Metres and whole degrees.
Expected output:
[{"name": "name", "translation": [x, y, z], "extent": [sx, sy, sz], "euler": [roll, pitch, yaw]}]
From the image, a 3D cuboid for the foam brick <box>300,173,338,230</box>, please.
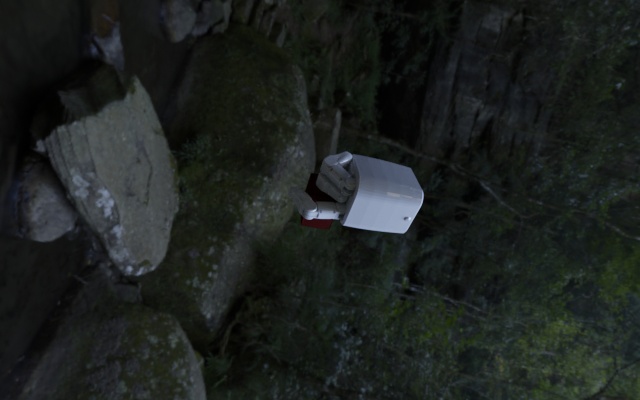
[{"name": "foam brick", "translation": [0.000, 0.003, 0.788], "extent": [0.051, 0.053, 0.078], "euler": [9, -44, -11]}]
